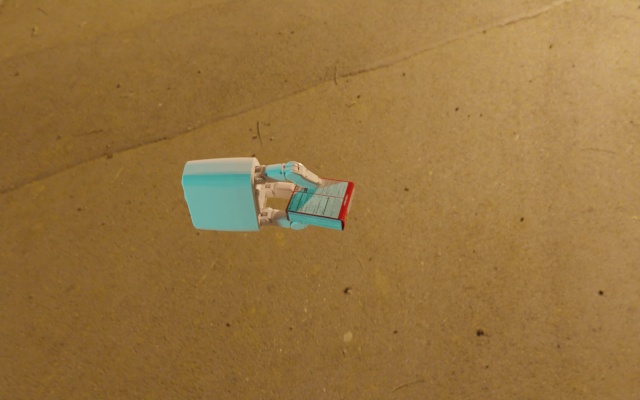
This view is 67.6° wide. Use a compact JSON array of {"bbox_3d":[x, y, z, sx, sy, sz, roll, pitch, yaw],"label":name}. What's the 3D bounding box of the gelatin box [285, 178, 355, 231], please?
[{"bbox_3d":[0.000,0.002,0.713,0.089,0.073,0.030,8,-37,14],"label":"gelatin box"}]
